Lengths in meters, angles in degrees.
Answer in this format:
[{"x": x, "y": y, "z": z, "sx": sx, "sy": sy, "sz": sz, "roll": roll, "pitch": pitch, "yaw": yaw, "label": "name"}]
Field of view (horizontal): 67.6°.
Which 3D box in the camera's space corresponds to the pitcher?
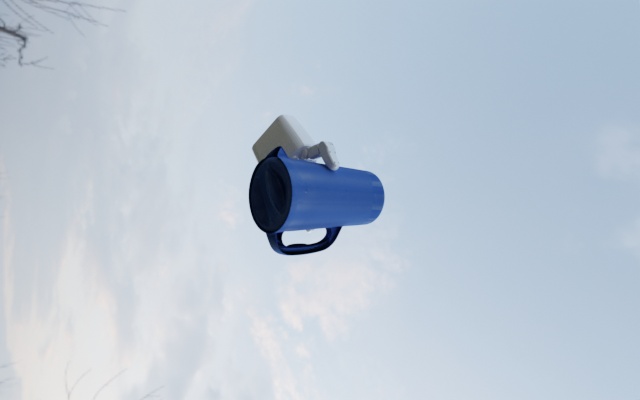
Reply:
[{"x": 0.000, "y": 0.003, "z": 0.879, "sx": 0.243, "sy": 0.149, "sz": 0.145, "roll": 2, "pitch": 42, "yaw": -39, "label": "pitcher"}]
